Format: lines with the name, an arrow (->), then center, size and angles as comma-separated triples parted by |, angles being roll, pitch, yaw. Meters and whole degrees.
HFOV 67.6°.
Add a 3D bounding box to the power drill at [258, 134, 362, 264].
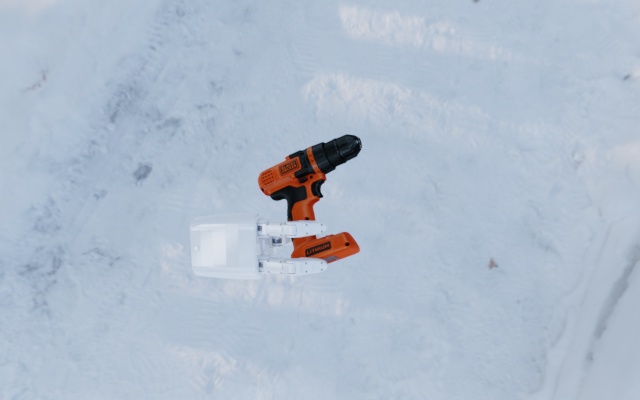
power drill -> 0.000, 0.003, 0.751 | 0.184, 0.187, 0.057 | -24, -23, 19
